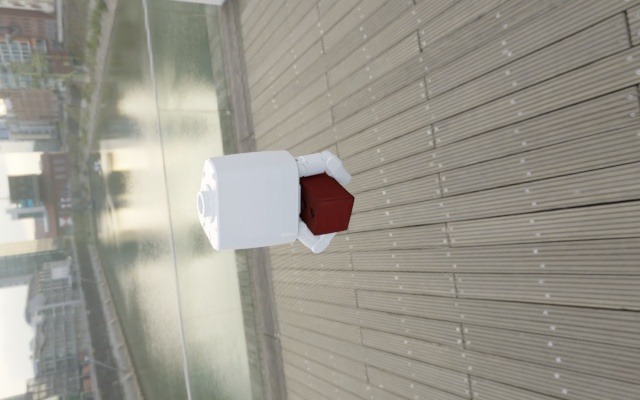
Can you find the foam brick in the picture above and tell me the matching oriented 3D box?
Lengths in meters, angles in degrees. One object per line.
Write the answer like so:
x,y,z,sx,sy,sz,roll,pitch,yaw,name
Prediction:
0.000,0.002,0.625,0.051,0.053,0.078,-8,33,-28,foam brick
